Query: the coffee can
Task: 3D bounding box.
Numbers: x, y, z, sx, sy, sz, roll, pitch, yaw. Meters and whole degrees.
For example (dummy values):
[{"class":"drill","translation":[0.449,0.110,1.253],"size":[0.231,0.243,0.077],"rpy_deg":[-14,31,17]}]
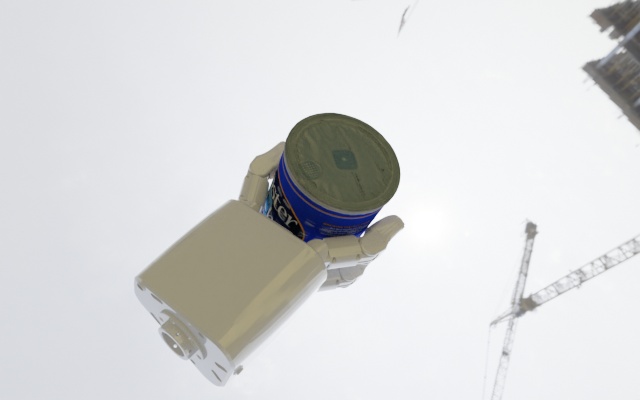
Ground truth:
[{"class":"coffee can","translation":[0.000,0.001,0.453],"size":[0.103,0.102,0.140],"rpy_deg":[0,-32,-20]}]
